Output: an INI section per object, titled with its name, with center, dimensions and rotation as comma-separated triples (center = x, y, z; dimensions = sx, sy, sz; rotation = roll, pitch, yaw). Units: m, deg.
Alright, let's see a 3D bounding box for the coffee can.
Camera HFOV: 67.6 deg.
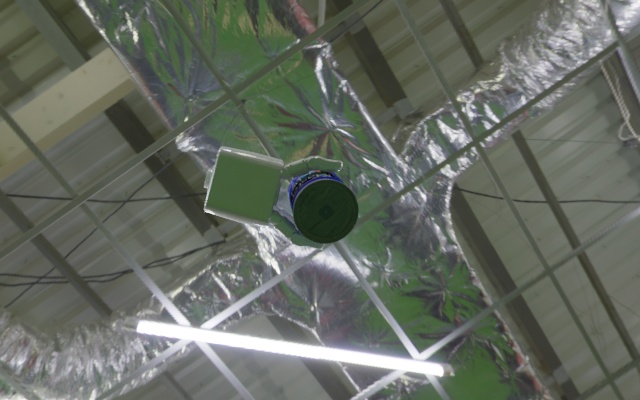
[coffee can]
center = 0.000, 0.003, 0.801
dimensions = 0.103, 0.103, 0.140
rotation = 0, 13, -7
